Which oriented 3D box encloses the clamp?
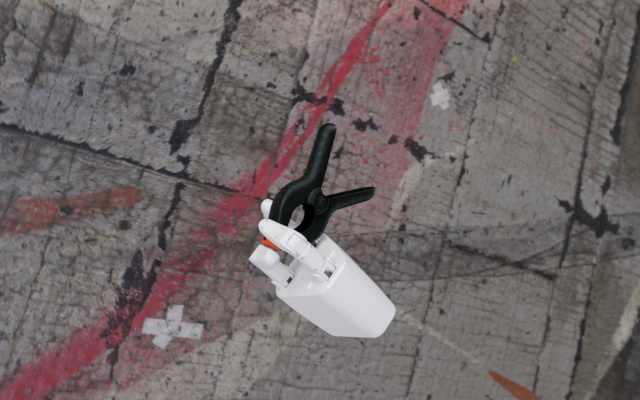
[{"bbox_3d":[0.000,0.002,0.597,0.120,0.171,0.039,43,-18,-24],"label":"clamp"}]
